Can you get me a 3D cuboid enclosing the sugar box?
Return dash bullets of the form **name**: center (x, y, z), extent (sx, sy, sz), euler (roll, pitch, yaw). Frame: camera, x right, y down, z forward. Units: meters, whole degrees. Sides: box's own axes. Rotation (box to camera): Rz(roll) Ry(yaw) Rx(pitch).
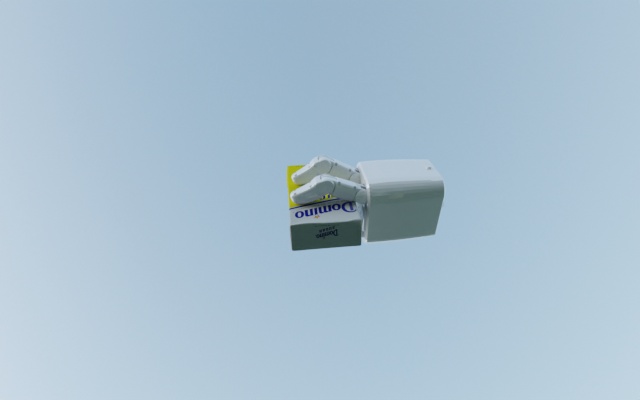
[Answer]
- **sugar box**: center (0.000, 0.002, 0.675), extent (0.093, 0.048, 0.176), euler (-4, 27, -4)
